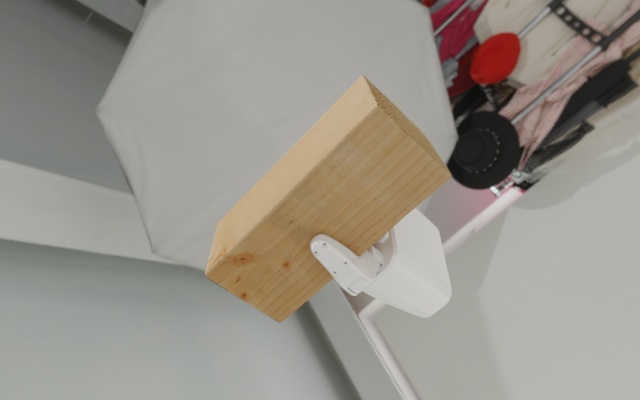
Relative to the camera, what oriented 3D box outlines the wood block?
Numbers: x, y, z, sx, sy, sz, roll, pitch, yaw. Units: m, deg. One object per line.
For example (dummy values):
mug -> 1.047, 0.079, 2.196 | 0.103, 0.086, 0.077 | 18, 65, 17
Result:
wood block -> 0.000, 0.002, 0.430 | 0.090, 0.206, 0.090 | 38, 20, -22
